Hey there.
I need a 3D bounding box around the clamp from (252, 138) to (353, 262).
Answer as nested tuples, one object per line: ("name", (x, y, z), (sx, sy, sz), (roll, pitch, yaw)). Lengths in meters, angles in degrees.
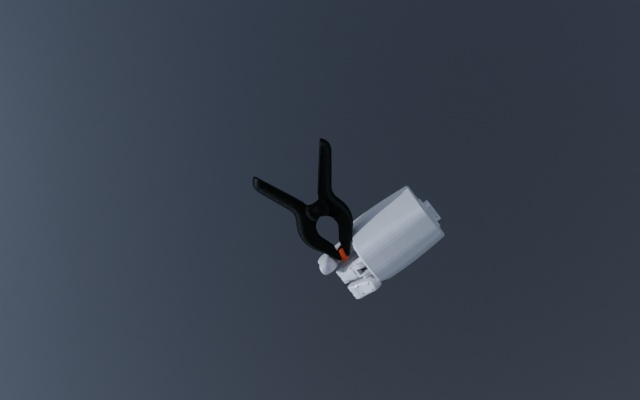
("clamp", (0.000, 0.002, 0.668), (0.120, 0.171, 0.039), (-38, 6, 8))
